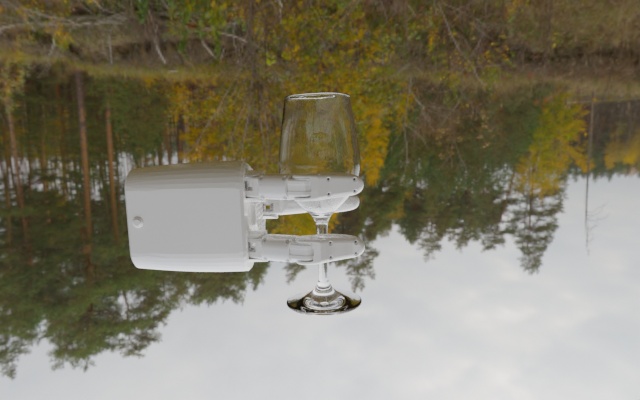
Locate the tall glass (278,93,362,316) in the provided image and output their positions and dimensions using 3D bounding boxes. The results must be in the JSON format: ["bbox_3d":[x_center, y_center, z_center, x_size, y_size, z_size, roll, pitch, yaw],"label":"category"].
[{"bbox_3d":[0.000,0.002,0.458,0.079,0.201,0.079,-2,8,0],"label":"tall glass"}]
